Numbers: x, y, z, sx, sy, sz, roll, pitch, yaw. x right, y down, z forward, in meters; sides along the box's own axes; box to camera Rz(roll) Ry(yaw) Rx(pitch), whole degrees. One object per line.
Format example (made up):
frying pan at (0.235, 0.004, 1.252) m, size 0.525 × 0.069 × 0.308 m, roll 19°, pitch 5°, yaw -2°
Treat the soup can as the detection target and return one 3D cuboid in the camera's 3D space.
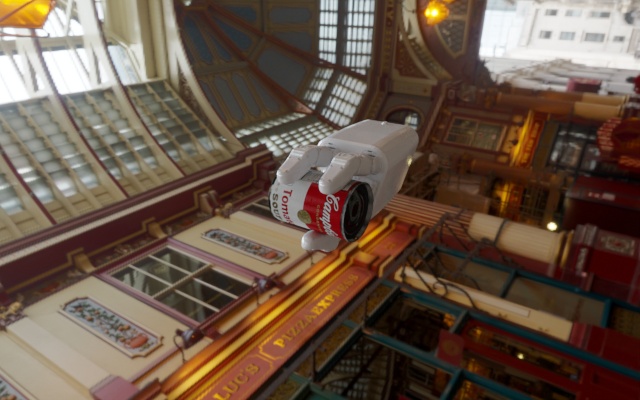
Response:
soup can at (0.000, 0.002, 0.545) m, size 0.102 × 0.068 × 0.068 m, roll 15°, pitch 8°, yaw 30°
